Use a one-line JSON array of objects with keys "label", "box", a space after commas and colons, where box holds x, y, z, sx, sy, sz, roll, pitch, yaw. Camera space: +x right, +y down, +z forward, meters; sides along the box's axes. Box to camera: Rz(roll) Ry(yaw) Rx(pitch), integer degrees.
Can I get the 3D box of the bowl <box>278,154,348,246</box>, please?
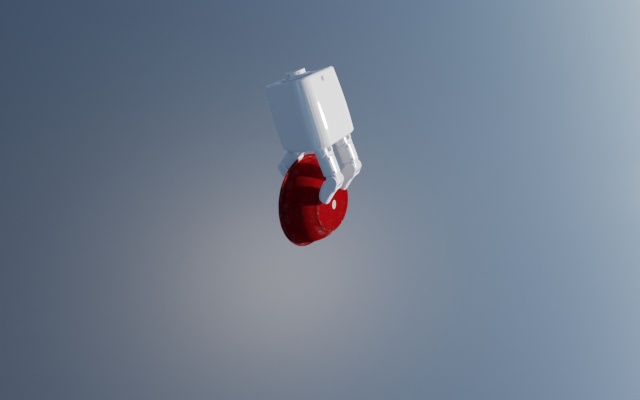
[{"label": "bowl", "box": [0.001, 0.004, 0.812, 0.055, 0.162, 0.162, 9, 5, 34]}]
